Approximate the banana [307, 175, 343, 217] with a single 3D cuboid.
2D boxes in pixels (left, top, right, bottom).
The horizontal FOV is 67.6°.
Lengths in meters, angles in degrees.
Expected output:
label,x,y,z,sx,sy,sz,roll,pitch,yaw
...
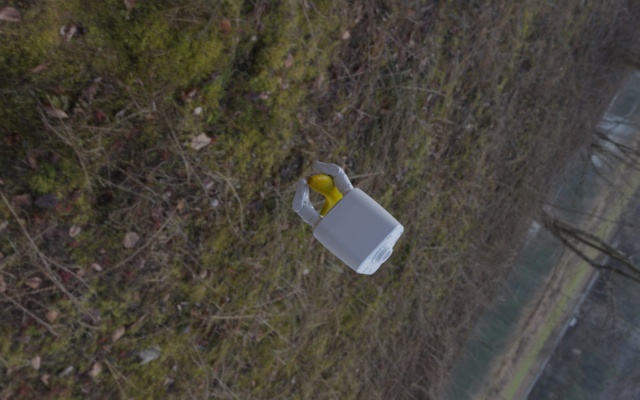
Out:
label,x,y,z,sx,sy,sz,roll,pitch,yaw
banana,0.015,-0.006,0.904,0.069,0.037,0.198,-36,-22,-12
